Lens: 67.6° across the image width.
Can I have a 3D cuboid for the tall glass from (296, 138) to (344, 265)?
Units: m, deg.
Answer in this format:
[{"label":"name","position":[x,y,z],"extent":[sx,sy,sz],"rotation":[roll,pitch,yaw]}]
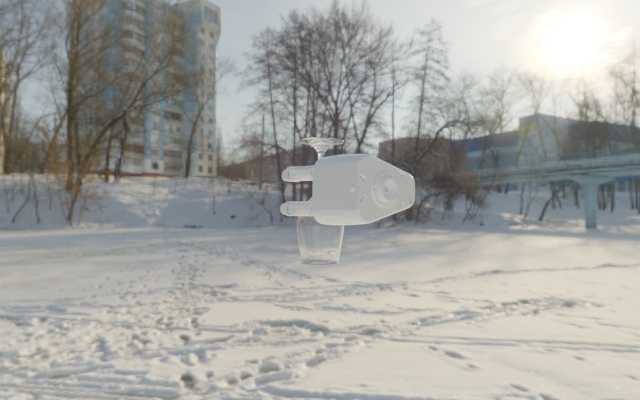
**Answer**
[{"label":"tall glass","position":[0.000,0.002,0.778],"extent":[0.079,0.201,0.079],"rotation":[1,-1,0]}]
